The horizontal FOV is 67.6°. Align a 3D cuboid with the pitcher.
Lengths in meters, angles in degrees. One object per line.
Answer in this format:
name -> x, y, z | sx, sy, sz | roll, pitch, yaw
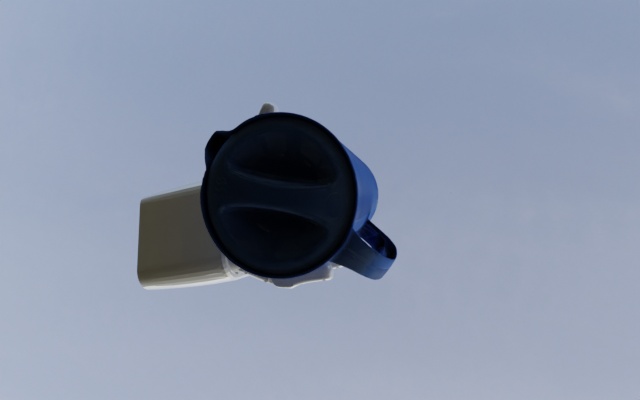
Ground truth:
pitcher -> 0.000, 0.002, 0.488 | 0.145, 0.149, 0.243 | -10, -2, 14
